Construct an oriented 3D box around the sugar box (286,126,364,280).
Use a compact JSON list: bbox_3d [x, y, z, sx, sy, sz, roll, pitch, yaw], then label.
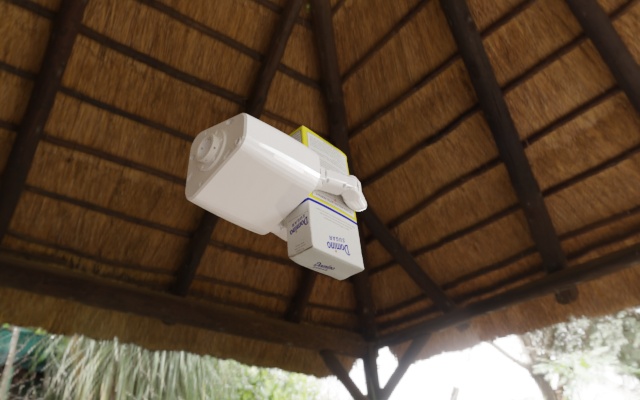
[{"bbox_3d":[0.000,0.002,0.592,0.048,0.176,0.093,-28,-41,33],"label":"sugar box"}]
